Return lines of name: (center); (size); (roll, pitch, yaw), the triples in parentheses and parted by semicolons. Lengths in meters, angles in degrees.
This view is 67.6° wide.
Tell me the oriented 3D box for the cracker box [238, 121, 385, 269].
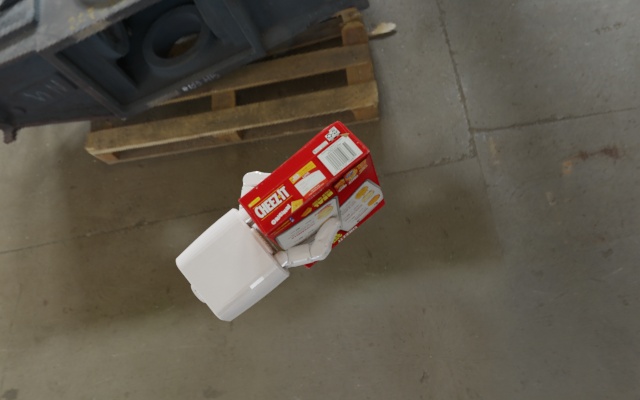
cracker box: (0.000, 0.002, 0.675); (0.164, 0.072, 0.214); (-40, -22, -2)
